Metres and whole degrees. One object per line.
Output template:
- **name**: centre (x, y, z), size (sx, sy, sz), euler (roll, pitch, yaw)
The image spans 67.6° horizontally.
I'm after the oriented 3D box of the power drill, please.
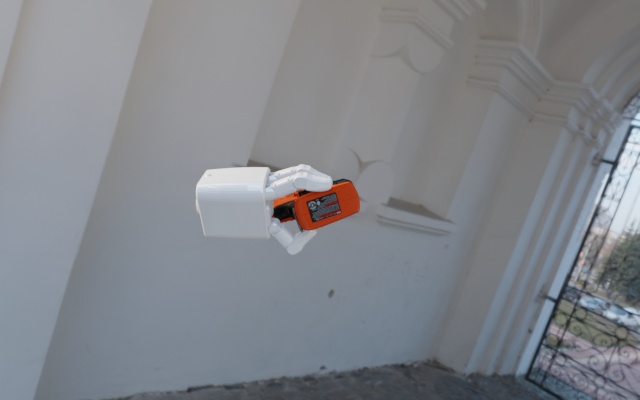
- **power drill**: centre (0.000, 0.003, 0.829), size (0.184, 0.057, 0.187), euler (-21, 6, -16)
